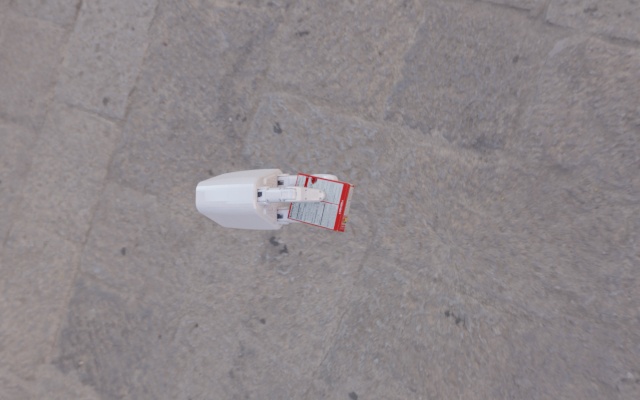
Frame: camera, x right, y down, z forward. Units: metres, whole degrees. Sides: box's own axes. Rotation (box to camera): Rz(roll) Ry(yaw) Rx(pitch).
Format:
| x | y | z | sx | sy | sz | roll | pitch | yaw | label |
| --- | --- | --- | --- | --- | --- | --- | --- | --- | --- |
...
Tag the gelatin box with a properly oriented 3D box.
| x | y | z | sx | sy | sz | roll | pitch | yaw | label |
| --- | --- | --- | --- | --- | --- | --- | --- | --- | --- |
| 0.000 | 0.002 | 0.723 | 0.089 | 0.073 | 0.030 | 13 | 1 | 24 | gelatin box |
